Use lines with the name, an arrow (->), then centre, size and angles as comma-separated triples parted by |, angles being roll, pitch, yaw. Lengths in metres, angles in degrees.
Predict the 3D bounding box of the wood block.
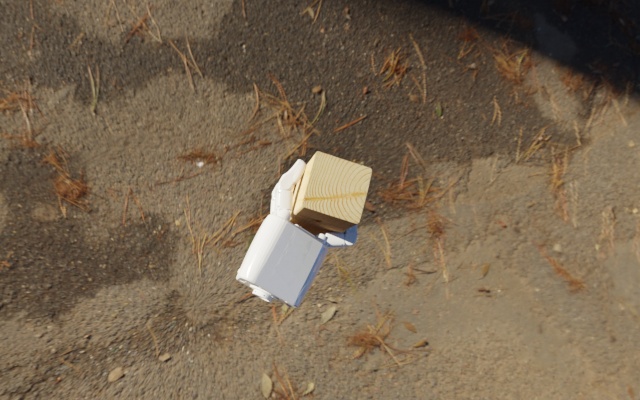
wood block -> 0.000, 0.003, 0.785 | 0.091, 0.090, 0.206 | 18, -16, -10
